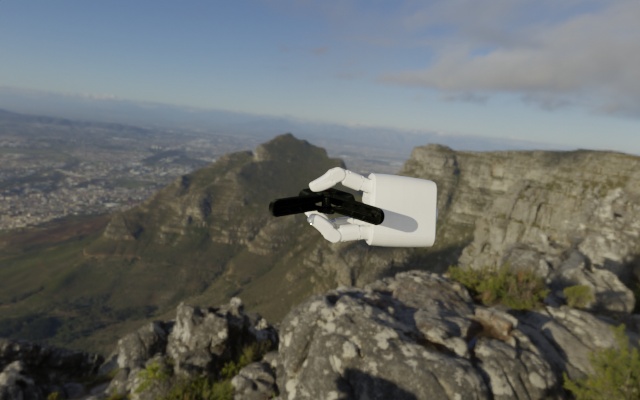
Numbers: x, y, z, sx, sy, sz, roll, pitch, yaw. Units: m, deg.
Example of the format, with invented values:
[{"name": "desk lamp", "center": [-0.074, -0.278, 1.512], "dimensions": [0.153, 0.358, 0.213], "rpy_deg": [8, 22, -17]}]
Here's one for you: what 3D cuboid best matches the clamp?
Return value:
[{"name": "clamp", "center": [0.000, 0.002, 0.762], "dimensions": [0.164, 0.036, 0.210], "rpy_deg": [5, 9, -7]}]
